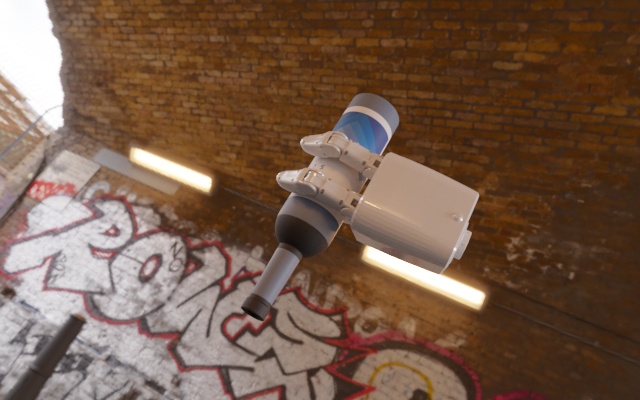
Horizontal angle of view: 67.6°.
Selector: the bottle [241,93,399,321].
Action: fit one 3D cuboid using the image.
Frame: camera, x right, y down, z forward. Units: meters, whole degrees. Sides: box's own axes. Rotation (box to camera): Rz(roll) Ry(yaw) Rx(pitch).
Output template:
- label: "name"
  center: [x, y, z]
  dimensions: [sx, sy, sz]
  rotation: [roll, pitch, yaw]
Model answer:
- label: "bottle"
  center: [0.000, 0.002, 0.545]
  dimensions: [0.069, 0.295, 0.069]
  rotation: [25, -26, 13]
